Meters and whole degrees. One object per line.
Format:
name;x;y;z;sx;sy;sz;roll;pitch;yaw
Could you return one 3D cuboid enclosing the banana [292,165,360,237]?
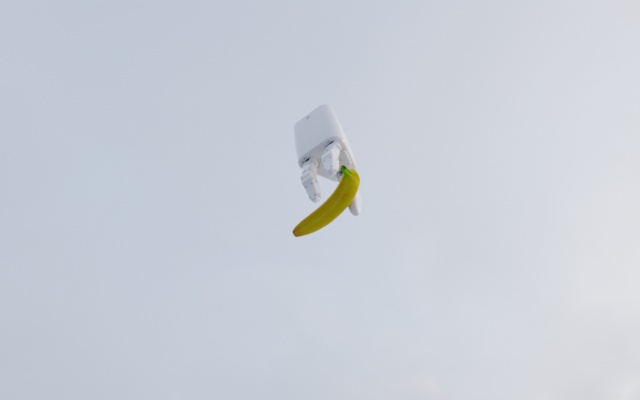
banana;0.018;0.003;0.855;0.069;0.037;0.198;10;-44;-29
